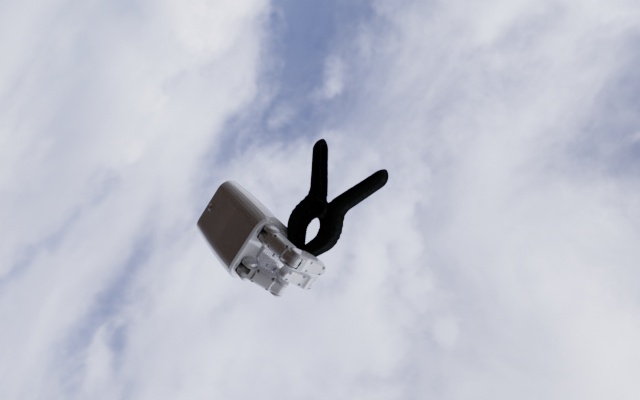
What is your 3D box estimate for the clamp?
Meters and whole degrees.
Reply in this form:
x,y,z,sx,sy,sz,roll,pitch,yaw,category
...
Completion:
x,y,z,sx,sy,sz,roll,pitch,yaw,category
0.000,0.002,0.637,0.120,0.171,0.039,42,7,37,clamp
